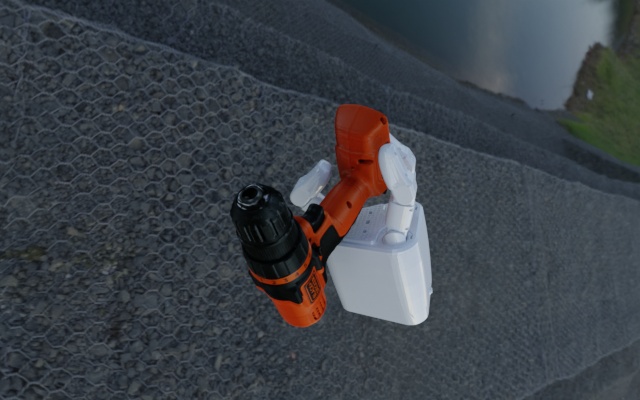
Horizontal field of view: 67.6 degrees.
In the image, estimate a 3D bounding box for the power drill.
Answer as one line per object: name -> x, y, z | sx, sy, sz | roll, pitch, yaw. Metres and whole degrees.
power drill -> 0.000, 0.001, 0.428 | 0.057, 0.187, 0.185 | 21, -31, 24
